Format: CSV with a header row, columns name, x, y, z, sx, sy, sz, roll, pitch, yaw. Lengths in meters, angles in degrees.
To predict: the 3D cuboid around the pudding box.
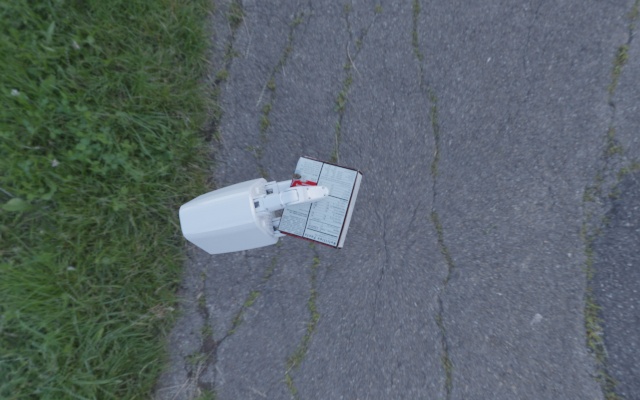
name,x,y,z,sx,sy,sz,roll,pitch,yaw
pudding box,0.000,0.002,0.659,0.090,0.113,0.039,16,-1,13
